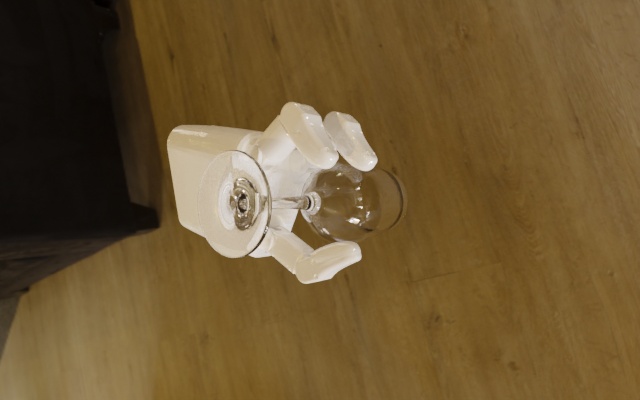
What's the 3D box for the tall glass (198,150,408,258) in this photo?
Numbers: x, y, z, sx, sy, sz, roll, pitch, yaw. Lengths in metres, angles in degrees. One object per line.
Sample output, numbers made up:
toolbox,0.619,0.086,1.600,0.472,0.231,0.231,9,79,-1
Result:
tall glass,0.000,0.001,0.404,0.079,0.079,0.201,0,1,38
